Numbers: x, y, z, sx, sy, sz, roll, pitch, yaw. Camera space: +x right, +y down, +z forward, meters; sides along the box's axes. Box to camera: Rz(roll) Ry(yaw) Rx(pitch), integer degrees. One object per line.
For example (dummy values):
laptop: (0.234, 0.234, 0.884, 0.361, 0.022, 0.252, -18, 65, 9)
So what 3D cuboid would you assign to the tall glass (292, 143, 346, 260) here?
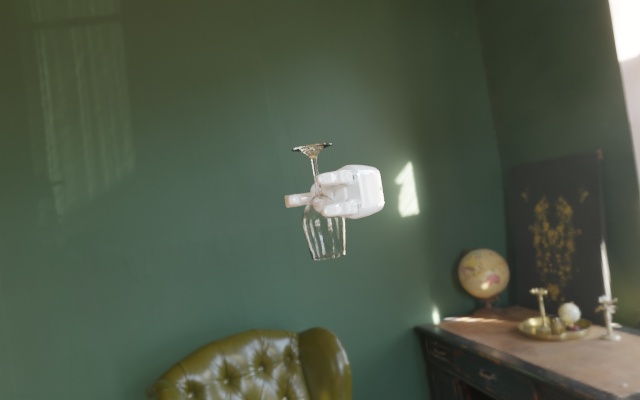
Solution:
tall glass: (0.000, 0.002, 0.855, 0.079, 0.201, 0.079, -9, 0, 0)
